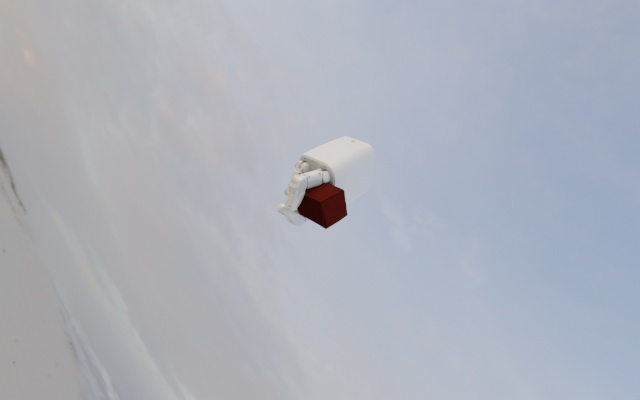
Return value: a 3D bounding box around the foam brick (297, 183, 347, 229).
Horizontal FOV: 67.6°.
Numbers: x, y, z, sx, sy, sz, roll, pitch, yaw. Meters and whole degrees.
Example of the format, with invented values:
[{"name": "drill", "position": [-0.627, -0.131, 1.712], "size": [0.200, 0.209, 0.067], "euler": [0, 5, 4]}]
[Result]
[{"name": "foam brick", "position": [0.000, 0.003, 0.801], "size": [0.051, 0.053, 0.078], "euler": [-28, 36, -30]}]
